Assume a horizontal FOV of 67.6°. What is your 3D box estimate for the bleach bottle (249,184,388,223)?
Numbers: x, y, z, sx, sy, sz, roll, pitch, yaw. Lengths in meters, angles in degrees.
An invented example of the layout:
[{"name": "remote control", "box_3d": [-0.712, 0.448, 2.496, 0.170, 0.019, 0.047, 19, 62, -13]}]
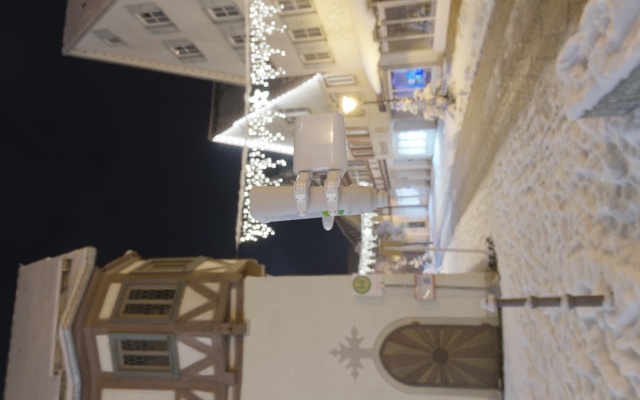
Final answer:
[{"name": "bleach bottle", "box_3d": [0.000, 0.003, 0.892, 0.251, 0.068, 0.102, -2, -8, 11]}]
